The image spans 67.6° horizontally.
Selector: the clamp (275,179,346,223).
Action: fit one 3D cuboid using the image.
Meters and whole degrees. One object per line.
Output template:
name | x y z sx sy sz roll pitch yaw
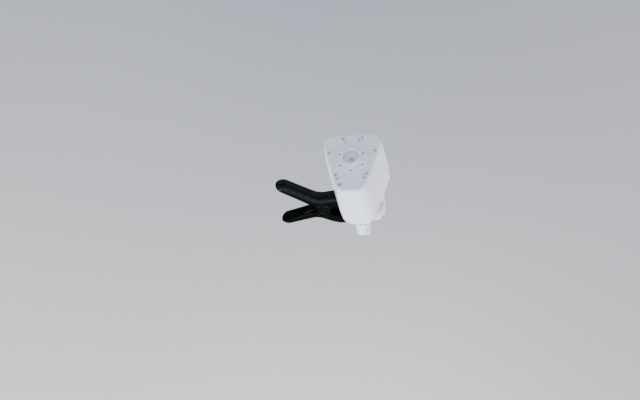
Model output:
clamp | 0.000 0.003 0.854 0.171 0.039 0.120 -2 -30 12
